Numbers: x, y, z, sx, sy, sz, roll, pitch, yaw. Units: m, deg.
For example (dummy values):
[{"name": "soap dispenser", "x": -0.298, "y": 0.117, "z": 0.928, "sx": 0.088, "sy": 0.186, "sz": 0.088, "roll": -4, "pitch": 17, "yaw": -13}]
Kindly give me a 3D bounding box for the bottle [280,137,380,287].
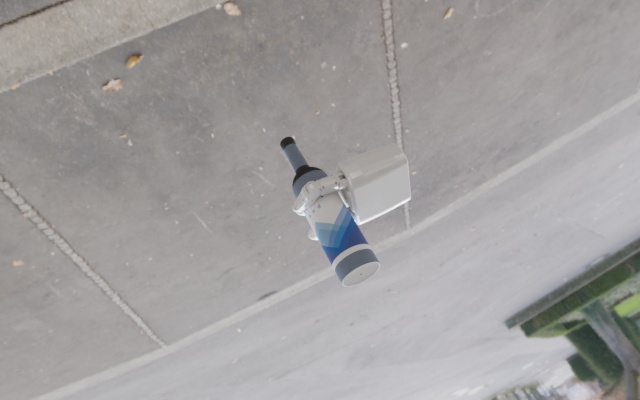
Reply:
[{"name": "bottle", "x": 0.000, "y": 0.003, "z": 0.800, "sx": 0.069, "sy": 0.295, "sz": 0.069, "roll": -21, "pitch": -32, "yaw": -14}]
